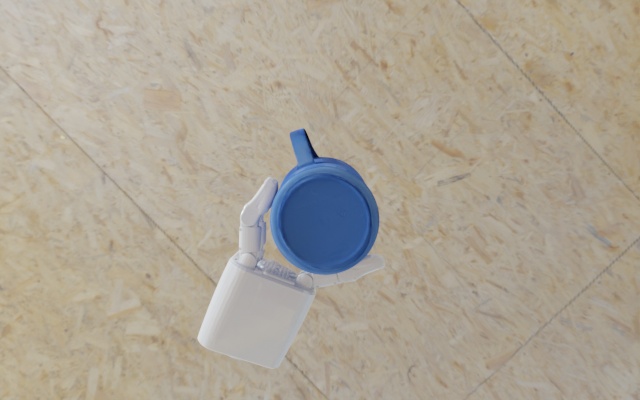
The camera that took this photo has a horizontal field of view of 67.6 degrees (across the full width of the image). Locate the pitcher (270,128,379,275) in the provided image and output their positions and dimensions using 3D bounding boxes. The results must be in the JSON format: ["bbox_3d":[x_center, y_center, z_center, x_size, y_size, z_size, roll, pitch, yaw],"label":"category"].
[{"bbox_3d":[0.000,0.002,0.577,0.149,0.145,0.243,27,3,-2],"label":"pitcher"}]
